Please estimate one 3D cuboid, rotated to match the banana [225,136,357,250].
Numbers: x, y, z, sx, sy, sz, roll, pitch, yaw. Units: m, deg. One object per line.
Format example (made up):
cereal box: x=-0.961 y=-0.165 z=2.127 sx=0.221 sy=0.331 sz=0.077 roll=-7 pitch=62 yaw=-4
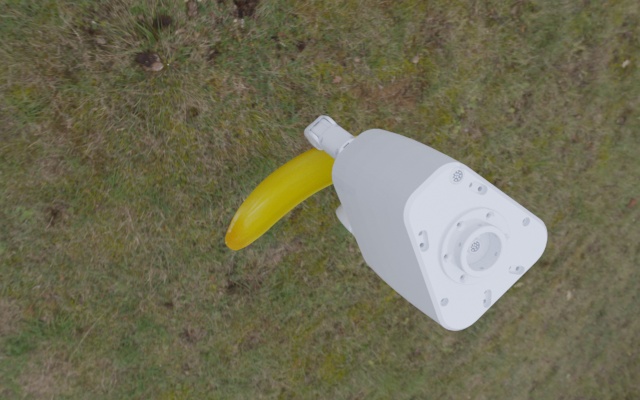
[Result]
banana: x=-0.001 y=-0.016 z=0.443 sx=0.198 sy=0.070 sz=0.037 roll=-21 pitch=25 yaw=-16
